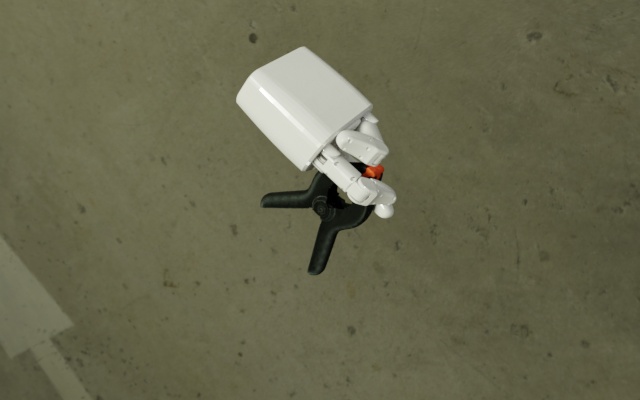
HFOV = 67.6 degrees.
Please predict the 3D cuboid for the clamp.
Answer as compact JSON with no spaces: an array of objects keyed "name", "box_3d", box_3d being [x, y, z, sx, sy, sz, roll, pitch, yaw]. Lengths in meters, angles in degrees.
[{"name":"clamp","box_3d":[0.000,0.002,0.566,0.171,0.120,0.039,-49,-5,32]}]
